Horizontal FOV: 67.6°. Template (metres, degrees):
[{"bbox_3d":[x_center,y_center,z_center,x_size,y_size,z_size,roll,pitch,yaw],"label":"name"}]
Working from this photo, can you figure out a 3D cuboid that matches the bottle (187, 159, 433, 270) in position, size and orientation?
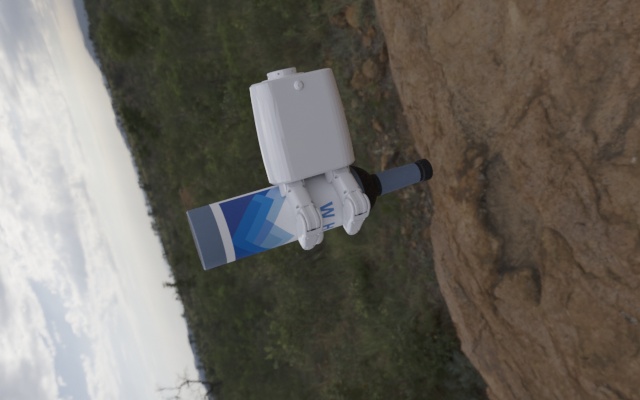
[{"bbox_3d":[0.000,0.002,0.556,0.295,0.069,0.069,-17,5,-18],"label":"bottle"}]
